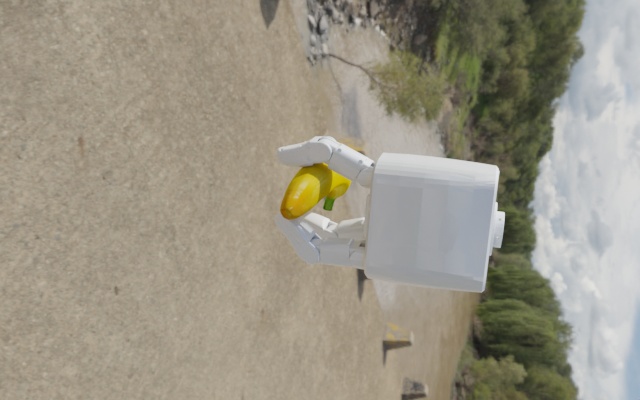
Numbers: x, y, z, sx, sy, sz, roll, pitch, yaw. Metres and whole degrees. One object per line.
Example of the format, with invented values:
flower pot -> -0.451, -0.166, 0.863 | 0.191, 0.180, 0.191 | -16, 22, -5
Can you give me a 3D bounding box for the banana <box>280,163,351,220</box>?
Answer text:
banana -> 0.005, -0.017, 0.507 | 0.037, 0.069, 0.198 | 14, 4, 13
